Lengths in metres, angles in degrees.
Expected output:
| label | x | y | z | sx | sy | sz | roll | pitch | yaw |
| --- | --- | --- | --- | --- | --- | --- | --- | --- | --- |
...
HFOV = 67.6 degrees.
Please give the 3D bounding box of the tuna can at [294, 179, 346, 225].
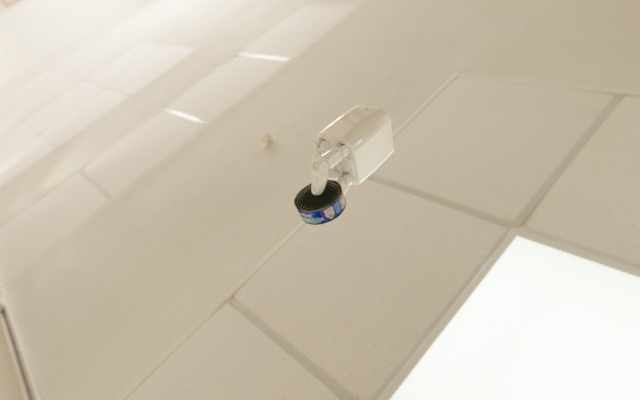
| label | x | y | z | sx | sy | sz | roll | pitch | yaw |
| --- | --- | --- | --- | --- | --- | --- | --- | --- | --- |
| tuna can | 0.000 | 0.003 | 0.821 | 0.086 | 0.034 | 0.086 | -15 | 35 | 11 |
